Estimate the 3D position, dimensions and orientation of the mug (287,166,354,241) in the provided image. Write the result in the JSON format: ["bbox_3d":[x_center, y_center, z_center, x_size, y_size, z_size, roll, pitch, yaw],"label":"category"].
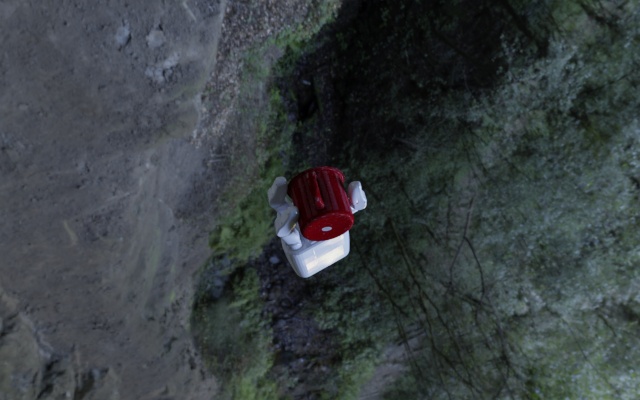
[{"bbox_3d":[0.000,0.002,0.707,0.093,0.081,0.117,-16,-32,0],"label":"mug"}]
